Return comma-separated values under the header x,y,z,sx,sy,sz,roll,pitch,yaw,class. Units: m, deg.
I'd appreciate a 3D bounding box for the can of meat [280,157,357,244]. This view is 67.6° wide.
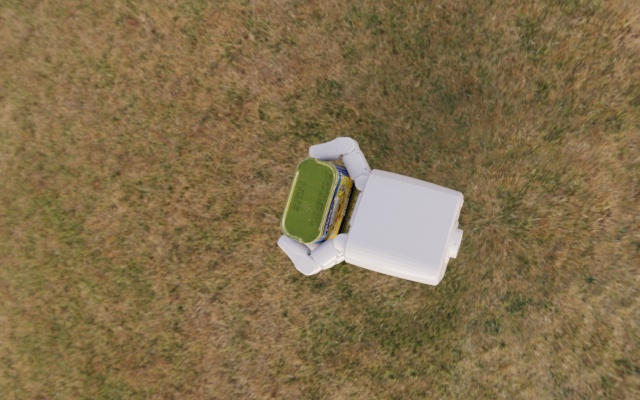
x,y,z,sx,sy,sz,roll,pitch,yaw,class
0.000,0.002,0.571,0.057,0.102,0.084,17,3,19,can of meat
